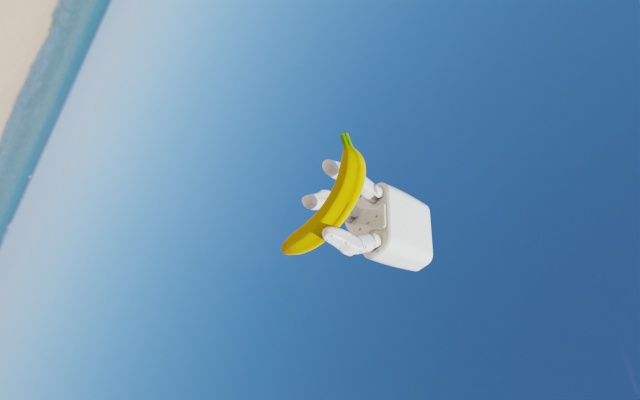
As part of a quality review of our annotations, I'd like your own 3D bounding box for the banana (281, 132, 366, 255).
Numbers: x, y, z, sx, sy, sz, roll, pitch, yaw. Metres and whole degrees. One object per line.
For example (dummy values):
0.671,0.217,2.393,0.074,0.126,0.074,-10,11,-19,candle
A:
0.011,0.009,0.658,0.037,0.198,0.069,17,19,-40,banana
